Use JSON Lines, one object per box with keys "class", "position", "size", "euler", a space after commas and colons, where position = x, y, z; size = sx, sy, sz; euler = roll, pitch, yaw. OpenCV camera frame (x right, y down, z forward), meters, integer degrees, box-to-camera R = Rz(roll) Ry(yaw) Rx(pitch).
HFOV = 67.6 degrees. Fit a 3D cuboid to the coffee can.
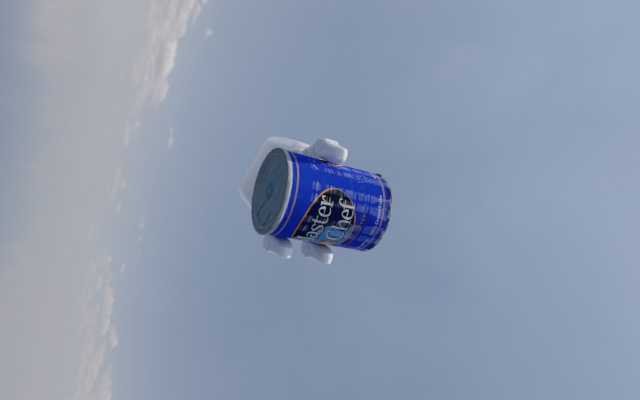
{"class": "coffee can", "position": [0.000, 0.002, 0.580], "size": [0.140, 0.103, 0.103], "euler": [12, -6, -27]}
